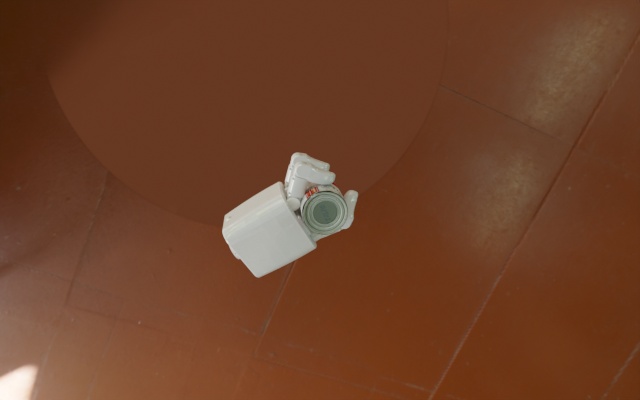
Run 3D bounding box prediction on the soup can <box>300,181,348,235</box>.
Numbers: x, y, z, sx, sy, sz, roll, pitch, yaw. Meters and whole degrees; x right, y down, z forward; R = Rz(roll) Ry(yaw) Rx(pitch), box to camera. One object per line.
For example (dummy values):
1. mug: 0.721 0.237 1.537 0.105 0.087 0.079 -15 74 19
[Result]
1. soup can: 0.001 0.002 0.719 0.068 0.068 0.102 0 18 -8
